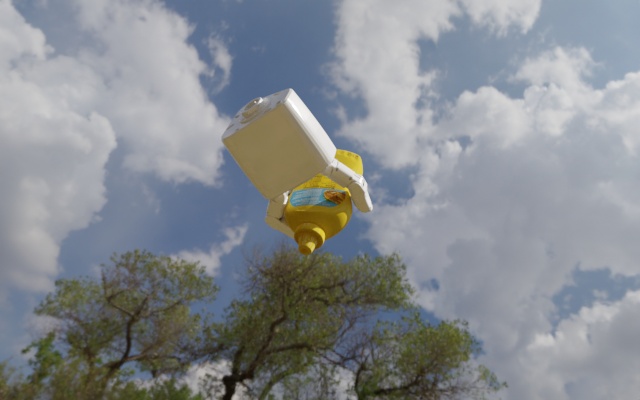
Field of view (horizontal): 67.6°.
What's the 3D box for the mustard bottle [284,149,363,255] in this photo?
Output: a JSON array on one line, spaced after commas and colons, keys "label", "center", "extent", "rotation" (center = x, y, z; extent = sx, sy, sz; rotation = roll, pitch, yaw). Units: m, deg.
[{"label": "mustard bottle", "center": [0.000, 0.002, 0.686], "extent": [0.096, 0.058, 0.191], "rotation": [2, 41, 15]}]
